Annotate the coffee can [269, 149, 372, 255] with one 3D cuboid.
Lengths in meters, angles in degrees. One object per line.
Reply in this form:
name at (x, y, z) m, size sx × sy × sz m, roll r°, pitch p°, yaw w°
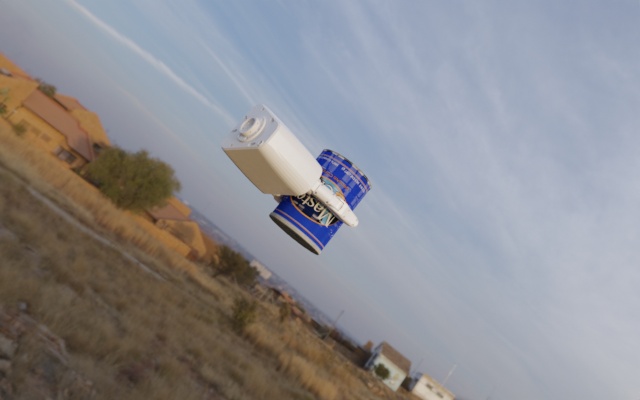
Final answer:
coffee can at (0.000, 0.003, 0.774) m, size 0.103 × 0.140 × 0.103 m, roll 37°, pitch -11°, yaw 9°
